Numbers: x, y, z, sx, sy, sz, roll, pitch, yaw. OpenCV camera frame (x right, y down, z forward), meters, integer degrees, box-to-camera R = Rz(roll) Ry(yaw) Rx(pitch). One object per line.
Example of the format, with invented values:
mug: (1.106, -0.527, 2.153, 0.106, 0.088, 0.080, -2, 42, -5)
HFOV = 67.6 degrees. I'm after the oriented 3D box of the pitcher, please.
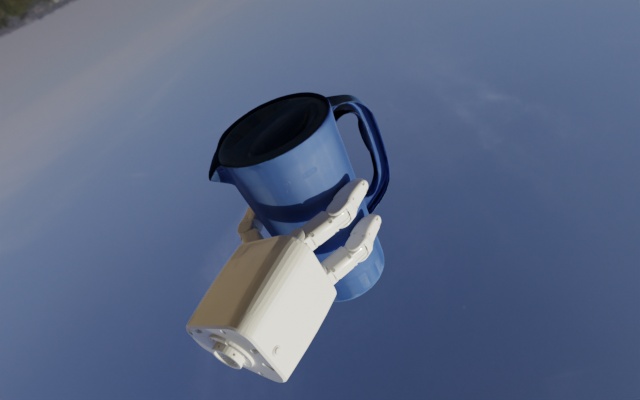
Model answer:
pitcher: (0.000, 0.002, 0.562, 0.149, 0.243, 0.145, 1, 44, 34)
